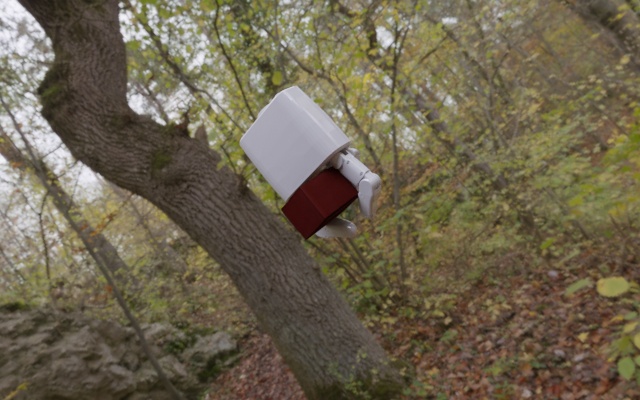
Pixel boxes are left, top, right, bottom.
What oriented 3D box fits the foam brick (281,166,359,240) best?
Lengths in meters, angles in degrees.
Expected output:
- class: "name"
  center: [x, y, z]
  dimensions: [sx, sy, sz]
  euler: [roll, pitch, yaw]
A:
- class: "foam brick"
  center: [0.000, 0.002, 0.594]
  dimensions: [0.078, 0.051, 0.053]
  euler: [-35, -8, -45]
